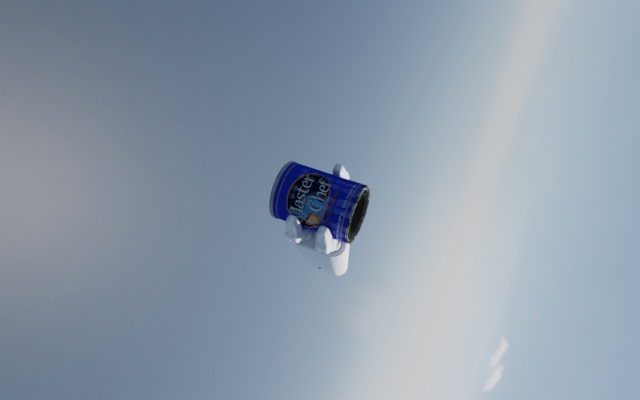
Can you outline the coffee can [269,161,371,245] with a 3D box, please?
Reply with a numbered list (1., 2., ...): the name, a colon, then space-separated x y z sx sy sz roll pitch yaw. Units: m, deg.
1. coffee can: 0.000 0.002 0.797 0.140 0.103 0.103 19 6 17
